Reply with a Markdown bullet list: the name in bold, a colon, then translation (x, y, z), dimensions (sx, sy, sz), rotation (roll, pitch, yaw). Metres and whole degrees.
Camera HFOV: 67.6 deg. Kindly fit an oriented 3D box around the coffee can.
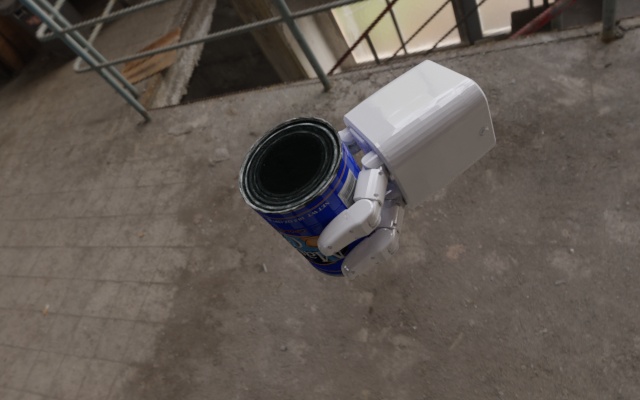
- **coffee can**: translation (0.000, 0.002, 0.471), dimensions (0.103, 0.102, 0.140), rotation (0, -30, 28)
